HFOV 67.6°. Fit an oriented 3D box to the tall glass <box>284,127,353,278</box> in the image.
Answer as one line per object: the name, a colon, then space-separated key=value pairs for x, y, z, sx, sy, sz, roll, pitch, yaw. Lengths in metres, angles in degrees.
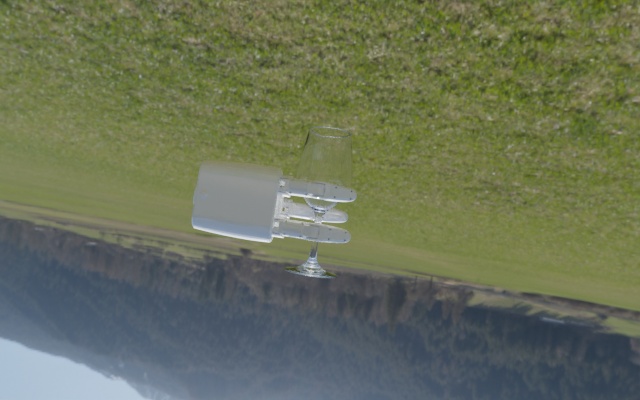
tall glass: x=0.000 y=0.003 z=0.666 sx=0.079 sy=0.201 sz=0.079 roll=8 pitch=-3 yaw=0
